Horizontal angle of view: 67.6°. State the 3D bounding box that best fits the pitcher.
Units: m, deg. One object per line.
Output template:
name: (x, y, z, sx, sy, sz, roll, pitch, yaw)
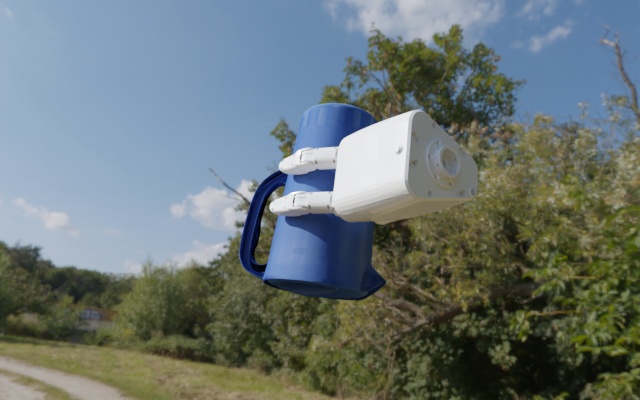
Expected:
pitcher: (0.000, 0.002, 0.621, 0.149, 0.242, 0.145, 19, -21, -30)
